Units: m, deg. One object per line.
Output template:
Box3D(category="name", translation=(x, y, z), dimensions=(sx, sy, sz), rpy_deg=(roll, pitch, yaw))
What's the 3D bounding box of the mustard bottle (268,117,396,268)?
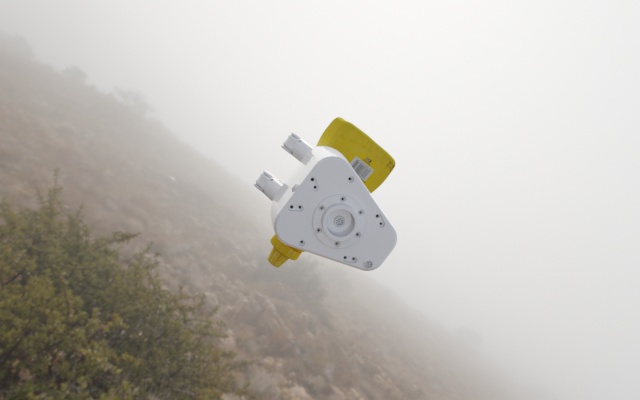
Box3D(category="mustard bottle", translation=(0.000, 0.002, 0.577), dimensions=(0.096, 0.191, 0.058), rpy_deg=(34, 5, -34))
